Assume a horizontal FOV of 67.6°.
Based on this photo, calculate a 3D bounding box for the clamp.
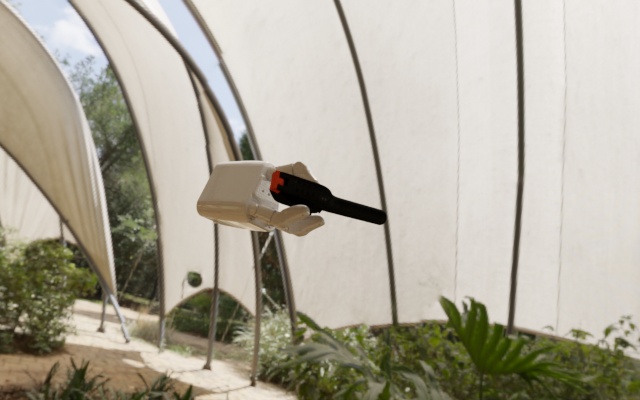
[{"bbox_3d":[0.000,0.001,0.744,0.164,0.036,0.210,1,-17,28],"label":"clamp"}]
